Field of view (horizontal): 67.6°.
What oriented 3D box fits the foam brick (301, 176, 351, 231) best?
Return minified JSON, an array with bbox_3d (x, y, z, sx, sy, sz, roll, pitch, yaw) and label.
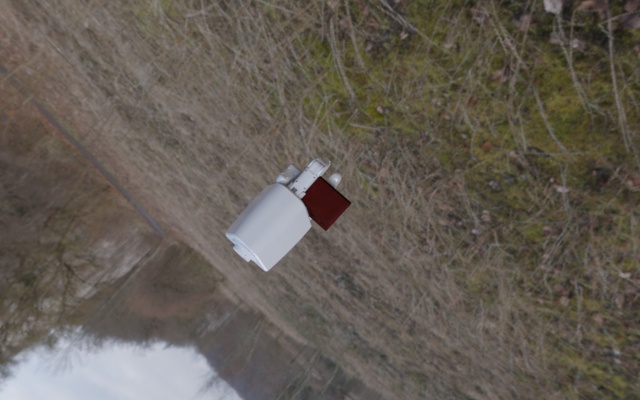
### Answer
[{"bbox_3d":[0.000,0.003,0.756,0.078,0.051,0.053,41,-16,5],"label":"foam brick"}]
